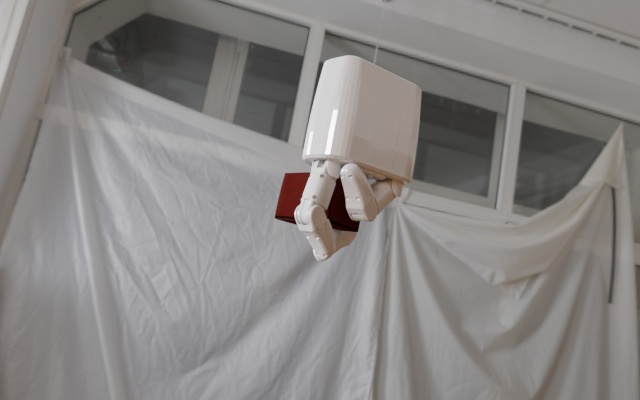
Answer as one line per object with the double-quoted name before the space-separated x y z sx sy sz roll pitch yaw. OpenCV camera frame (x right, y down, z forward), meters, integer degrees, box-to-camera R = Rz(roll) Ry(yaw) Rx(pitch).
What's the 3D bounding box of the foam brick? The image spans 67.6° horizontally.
"foam brick" 0.000 0.002 0.505 0.078 0.051 0.053 2 -12 42
